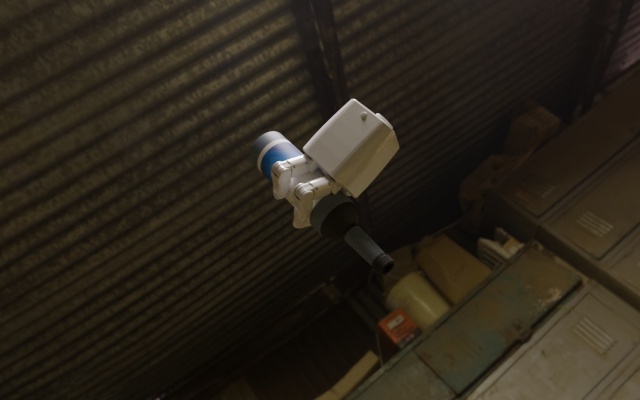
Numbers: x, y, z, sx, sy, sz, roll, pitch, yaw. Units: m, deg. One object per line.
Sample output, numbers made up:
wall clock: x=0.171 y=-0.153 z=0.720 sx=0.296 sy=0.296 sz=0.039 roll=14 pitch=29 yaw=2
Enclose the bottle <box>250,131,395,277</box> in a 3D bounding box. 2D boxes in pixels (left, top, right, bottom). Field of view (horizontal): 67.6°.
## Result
bottle: x=0.000 y=0.002 z=0.701 sx=0.069 sy=0.069 sz=0.295 roll=0 pitch=36 yaw=-47
